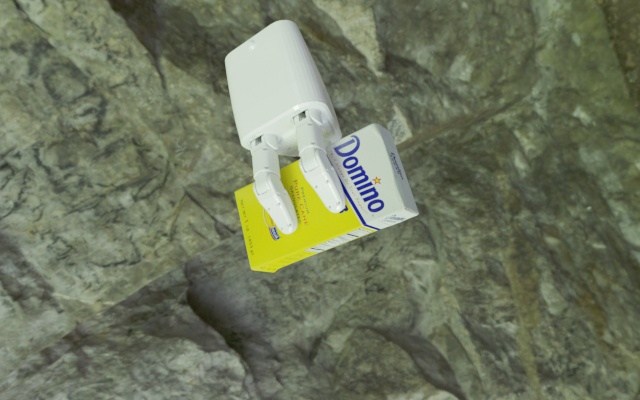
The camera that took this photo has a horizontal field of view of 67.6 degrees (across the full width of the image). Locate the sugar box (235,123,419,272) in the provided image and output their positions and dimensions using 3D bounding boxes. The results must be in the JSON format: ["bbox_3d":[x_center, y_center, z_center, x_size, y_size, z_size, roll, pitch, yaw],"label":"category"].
[{"bbox_3d":[0.000,0.001,0.483,0.176,0.093,0.048,-26,-21,26],"label":"sugar box"}]
